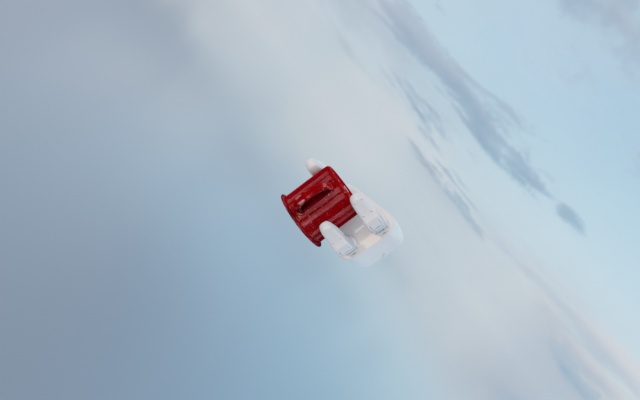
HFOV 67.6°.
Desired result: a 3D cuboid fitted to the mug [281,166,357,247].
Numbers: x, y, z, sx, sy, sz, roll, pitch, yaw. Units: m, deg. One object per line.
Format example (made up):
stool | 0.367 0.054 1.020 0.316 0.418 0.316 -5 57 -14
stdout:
mug | 0.000 0.002 0.663 0.081 0.093 0.117 -37 -22 7
